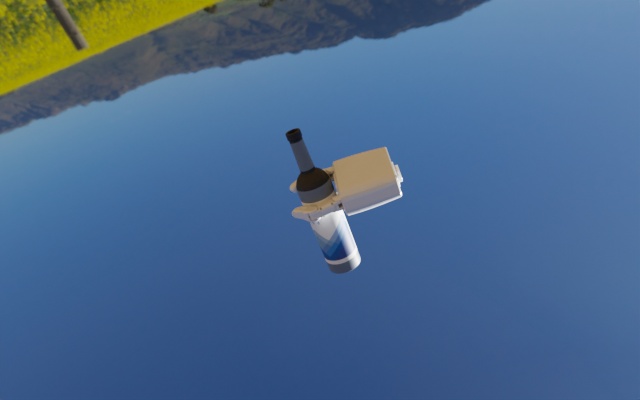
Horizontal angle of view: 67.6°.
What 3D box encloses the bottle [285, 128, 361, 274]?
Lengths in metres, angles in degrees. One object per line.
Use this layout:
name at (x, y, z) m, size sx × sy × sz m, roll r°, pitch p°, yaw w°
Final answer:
bottle at (0.000, 0.003, 0.896) m, size 0.069 × 0.296 × 0.069 m, roll -17°, pitch 26°, yaw 9°
